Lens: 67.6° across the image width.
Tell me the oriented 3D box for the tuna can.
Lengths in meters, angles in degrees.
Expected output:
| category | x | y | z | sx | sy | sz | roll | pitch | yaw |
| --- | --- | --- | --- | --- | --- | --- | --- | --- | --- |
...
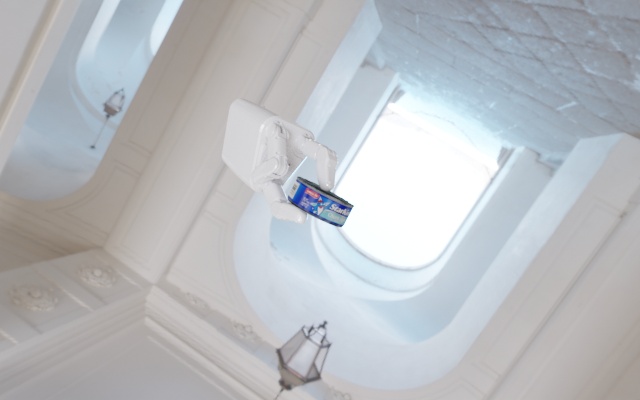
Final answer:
| category | x | y | z | sx | sy | sz | roll | pitch | yaw |
| --- | --- | --- | --- | --- | --- | --- | --- | --- | --- |
| tuna can | 0.000 | 0.003 | 0.632 | 0.086 | 0.034 | 0.086 | 27 | 5 | -3 |
